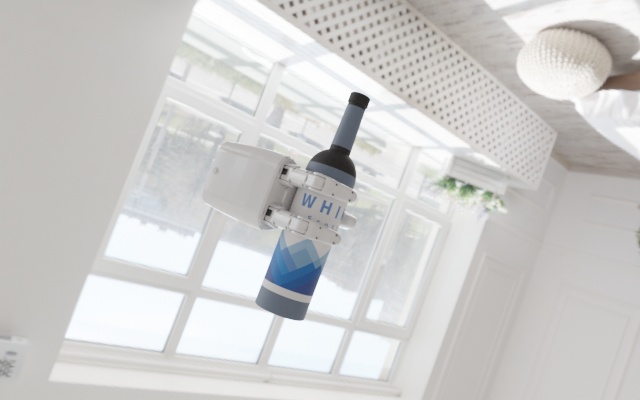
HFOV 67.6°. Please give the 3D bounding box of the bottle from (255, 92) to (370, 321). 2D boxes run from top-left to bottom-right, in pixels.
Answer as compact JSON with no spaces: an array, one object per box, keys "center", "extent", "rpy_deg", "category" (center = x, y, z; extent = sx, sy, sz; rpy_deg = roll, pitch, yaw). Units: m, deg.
[{"center":[0.000,0.002,0.611],"extent":[0.069,0.295,0.069],"rpy_deg":[21,-3,1],"category":"bottle"}]
